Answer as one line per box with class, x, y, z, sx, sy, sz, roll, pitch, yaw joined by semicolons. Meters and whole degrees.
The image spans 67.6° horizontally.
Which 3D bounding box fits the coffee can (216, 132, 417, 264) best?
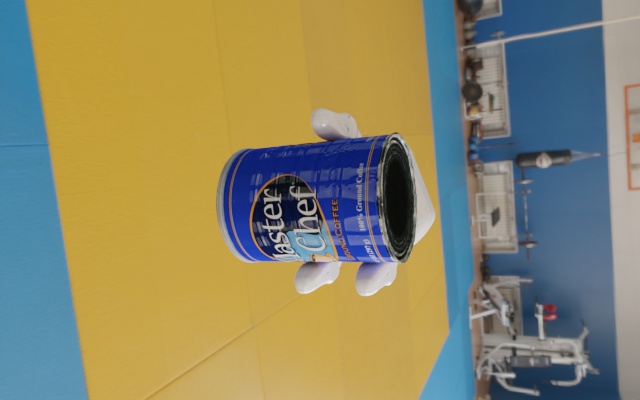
coffee can;0.000;0.001;0.401;0.140;0.103;0.103;-3;-1;25
